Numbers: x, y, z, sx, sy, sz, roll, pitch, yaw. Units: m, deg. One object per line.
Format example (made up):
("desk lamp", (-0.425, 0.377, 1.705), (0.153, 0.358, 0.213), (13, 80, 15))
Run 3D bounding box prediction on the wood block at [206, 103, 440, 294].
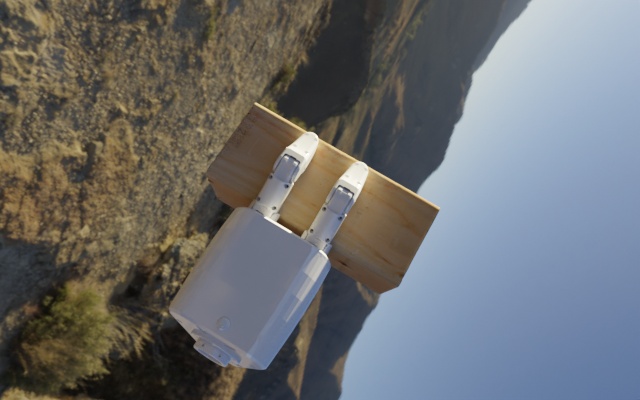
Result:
("wood block", (0.000, 0.002, 0.489), (0.206, 0.090, 0.091), (30, -16, 4))
